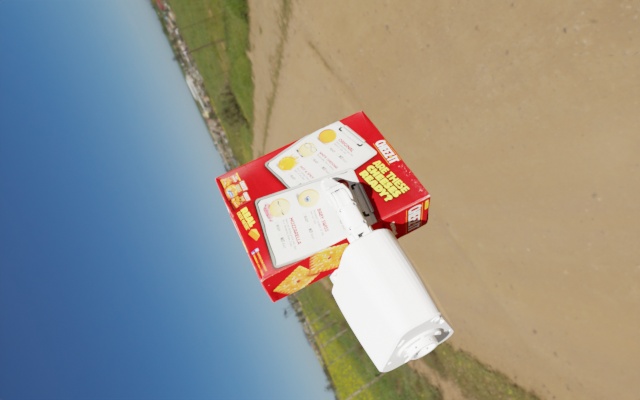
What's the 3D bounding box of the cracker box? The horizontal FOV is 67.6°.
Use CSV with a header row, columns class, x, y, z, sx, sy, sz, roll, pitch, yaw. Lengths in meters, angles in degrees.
class,x,y,z,sx,sy,sz,roll,pitch,yaw
cracker box,0.000,0.002,0.592,0.213,0.164,0.072,-26,-34,-9
